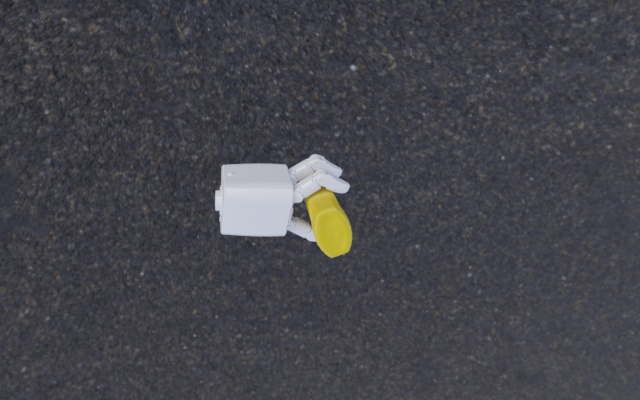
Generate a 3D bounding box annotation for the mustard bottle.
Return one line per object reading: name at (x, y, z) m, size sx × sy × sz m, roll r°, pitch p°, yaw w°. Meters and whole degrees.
mustard bottle at (0.001, 0.003, 0.801) m, size 0.058 × 0.096 × 0.191 m, roll -21°, pitch 34°, yaw -1°
